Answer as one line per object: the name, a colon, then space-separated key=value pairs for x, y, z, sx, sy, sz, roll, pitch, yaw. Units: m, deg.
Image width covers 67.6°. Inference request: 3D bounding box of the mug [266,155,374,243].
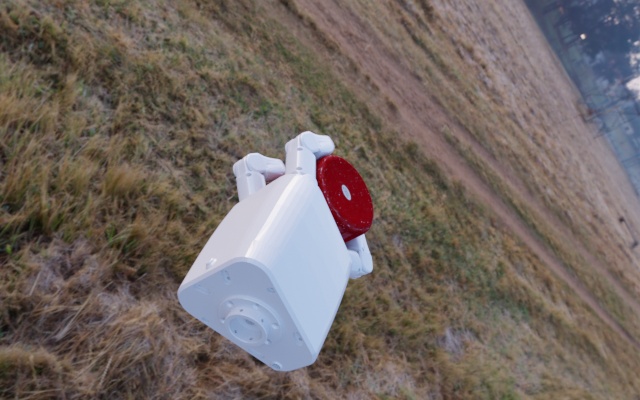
mug: x=0.001 y=0.001 z=0.471 sx=0.081 sy=0.093 sz=0.117 roll=-28 pitch=22 yaw=33
